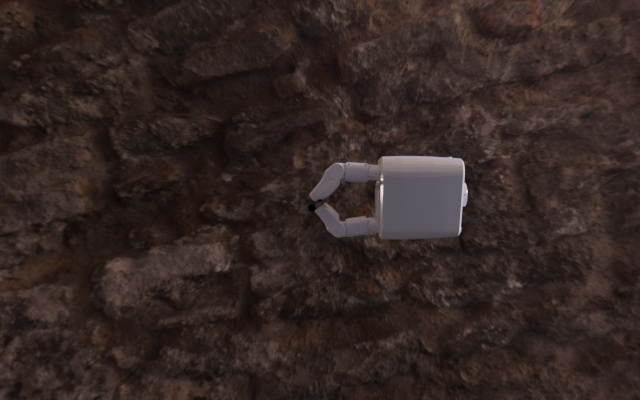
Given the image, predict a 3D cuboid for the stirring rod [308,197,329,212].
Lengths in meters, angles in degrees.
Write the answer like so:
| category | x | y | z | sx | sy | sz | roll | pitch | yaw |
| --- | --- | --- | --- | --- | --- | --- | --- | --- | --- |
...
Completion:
| category | x | y | z | sx | sy | sz | roll | pitch | yaw |
| --- | --- | --- | --- | --- | --- | --- | --- | --- | --- |
| stirring rod | 0.000 | 0.002 | 0.624 | 0.011 | 0.011 | 0.239 | 0 | 3 | 4 |
